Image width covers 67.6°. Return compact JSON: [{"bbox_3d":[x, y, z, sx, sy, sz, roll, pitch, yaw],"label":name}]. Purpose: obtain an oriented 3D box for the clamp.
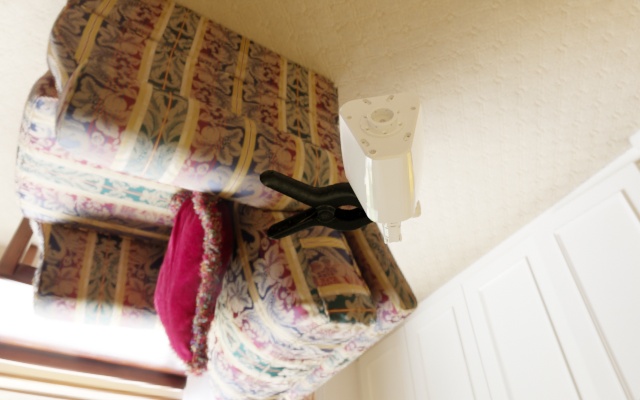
[{"bbox_3d":[0.000,0.003,0.633,0.171,0.039,0.120,-7,-40,6],"label":"clamp"}]
